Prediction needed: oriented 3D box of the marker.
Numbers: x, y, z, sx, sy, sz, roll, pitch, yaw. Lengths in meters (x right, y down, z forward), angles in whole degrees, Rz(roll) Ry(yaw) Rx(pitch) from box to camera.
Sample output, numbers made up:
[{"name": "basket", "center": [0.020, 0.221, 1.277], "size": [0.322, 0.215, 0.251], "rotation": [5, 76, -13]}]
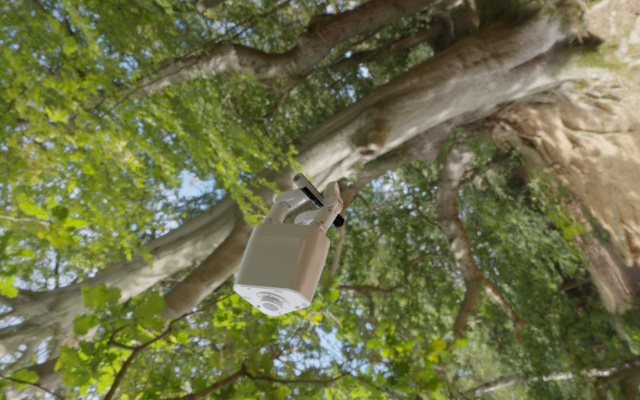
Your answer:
[{"name": "marker", "center": [0.000, 0.002, 0.730], "size": [0.020, 0.020, 0.121], "rotation": [0, -37, 44]}]
